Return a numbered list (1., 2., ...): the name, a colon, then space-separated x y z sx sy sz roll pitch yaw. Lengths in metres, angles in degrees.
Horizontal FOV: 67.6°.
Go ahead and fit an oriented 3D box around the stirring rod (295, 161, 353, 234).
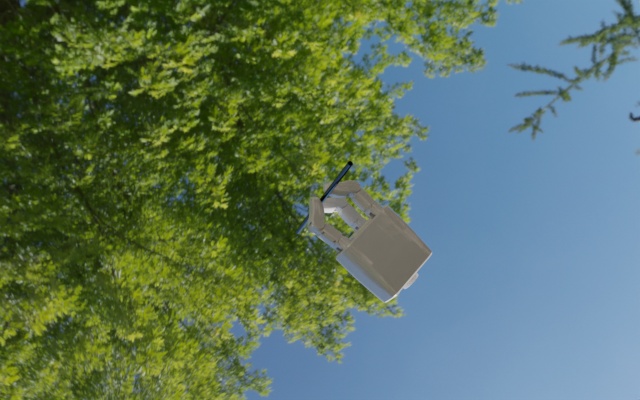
1. stirring rod: 0.000 0.003 0.766 0.011 0.011 0.240 0 -27 -23
